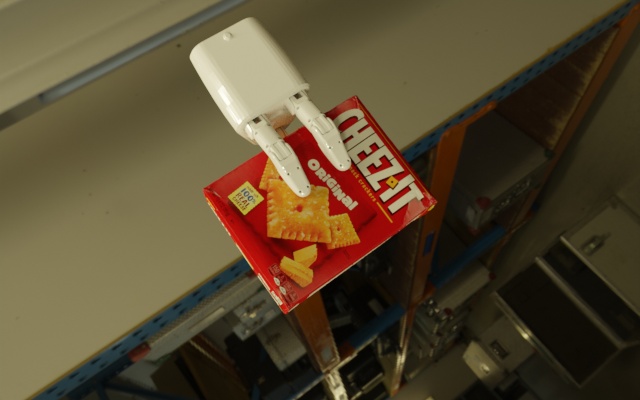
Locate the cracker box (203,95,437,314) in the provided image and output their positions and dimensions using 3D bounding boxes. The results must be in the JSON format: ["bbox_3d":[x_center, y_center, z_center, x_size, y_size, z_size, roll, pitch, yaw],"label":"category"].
[{"bbox_3d":[0.000,0.002,0.556,0.213,0.164,0.072,-34,-8,-13],"label":"cracker box"}]
